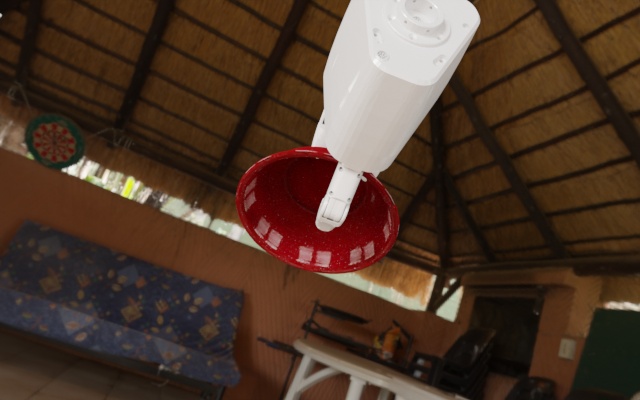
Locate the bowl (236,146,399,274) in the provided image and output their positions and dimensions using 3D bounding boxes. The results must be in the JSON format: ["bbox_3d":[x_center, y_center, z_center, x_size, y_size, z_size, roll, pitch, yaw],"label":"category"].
[{"bbox_3d":[-0.001,0.002,0.484,0.162,0.162,0.055,0,40,15],"label":"bowl"}]
